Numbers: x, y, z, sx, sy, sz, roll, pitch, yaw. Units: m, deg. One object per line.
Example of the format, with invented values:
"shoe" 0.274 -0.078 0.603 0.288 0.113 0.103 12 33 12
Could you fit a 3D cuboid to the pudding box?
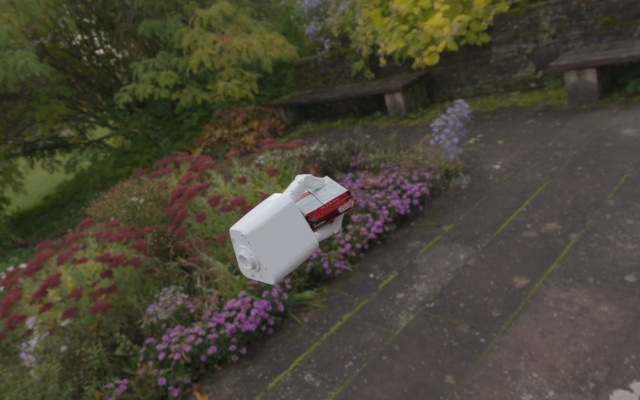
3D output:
"pudding box" 0.000 0.003 0.844 0.090 0.039 0.113 -29 25 -10
